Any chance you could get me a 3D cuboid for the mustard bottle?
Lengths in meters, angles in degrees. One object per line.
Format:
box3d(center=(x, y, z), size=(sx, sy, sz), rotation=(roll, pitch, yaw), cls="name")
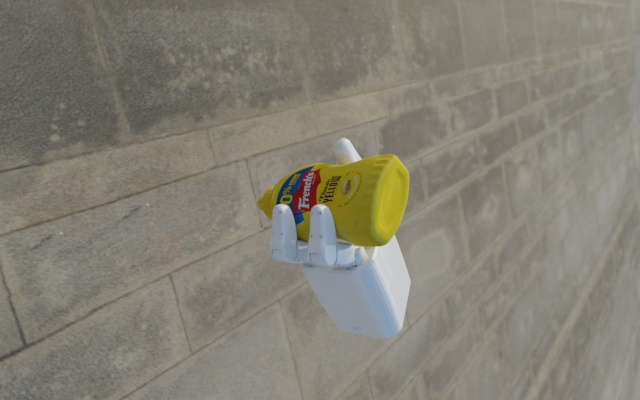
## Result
box3d(center=(0.000, 0.002, 0.536), size=(0.191, 0.096, 0.058), rotation=(-2, -32, 41), cls="mustard bottle")
